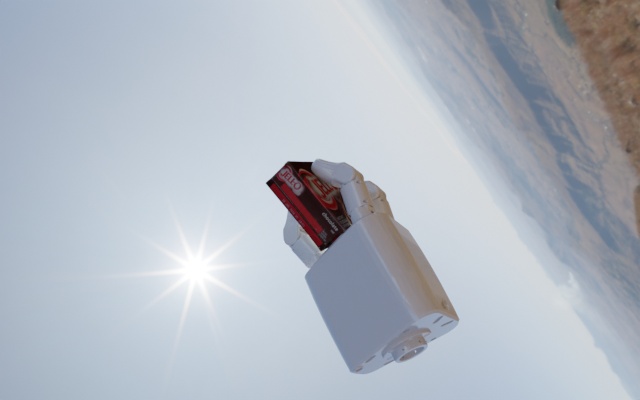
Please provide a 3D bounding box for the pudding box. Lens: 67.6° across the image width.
[{"bbox_3d":[0.000,0.002,0.511,0.039,0.090,0.113,-40,-7,13],"label":"pudding box"}]
